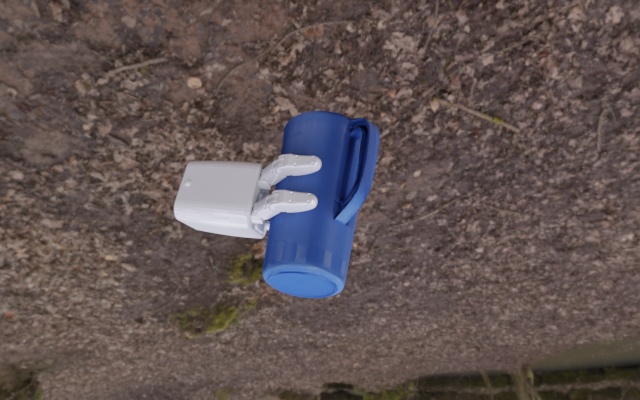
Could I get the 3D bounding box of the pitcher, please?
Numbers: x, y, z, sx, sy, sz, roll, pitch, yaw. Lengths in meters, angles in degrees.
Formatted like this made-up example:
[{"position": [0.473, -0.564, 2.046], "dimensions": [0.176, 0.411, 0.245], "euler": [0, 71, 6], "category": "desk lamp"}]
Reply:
[{"position": [0.000, 0.002, 0.661], "dimensions": [0.145, 0.242, 0.149], "euler": [5, -30, 6], "category": "pitcher"}]
